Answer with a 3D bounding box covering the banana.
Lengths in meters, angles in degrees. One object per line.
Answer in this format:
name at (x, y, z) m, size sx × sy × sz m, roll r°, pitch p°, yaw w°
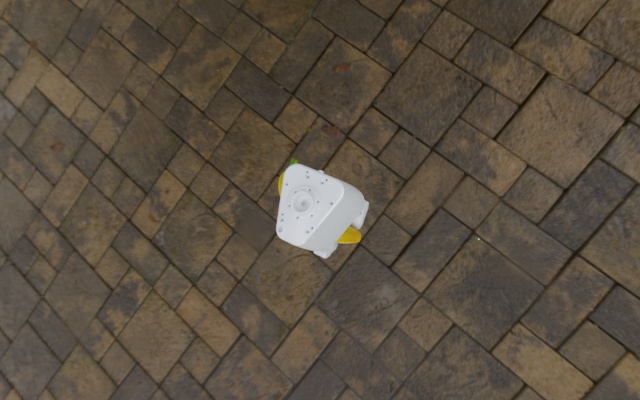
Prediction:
banana at (-0.016, 0.013, 0.814) m, size 0.069 × 0.197 × 0.037 m, roll -43°, pitch -22°, yaw 6°
